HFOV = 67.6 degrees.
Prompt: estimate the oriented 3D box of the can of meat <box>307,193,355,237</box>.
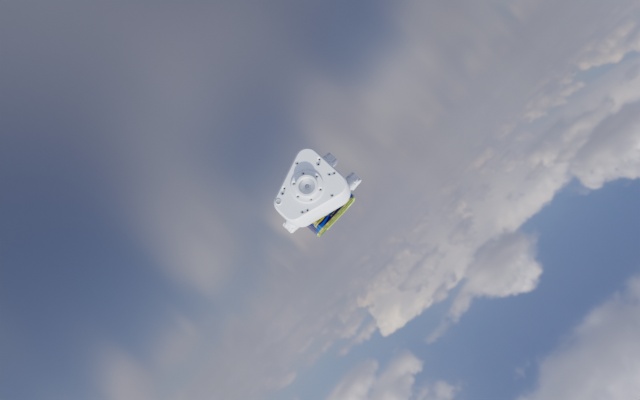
[{"bbox_3d":[0.000,0.003,0.854,0.084,0.102,0.057,43,-5,8],"label":"can of meat"}]
